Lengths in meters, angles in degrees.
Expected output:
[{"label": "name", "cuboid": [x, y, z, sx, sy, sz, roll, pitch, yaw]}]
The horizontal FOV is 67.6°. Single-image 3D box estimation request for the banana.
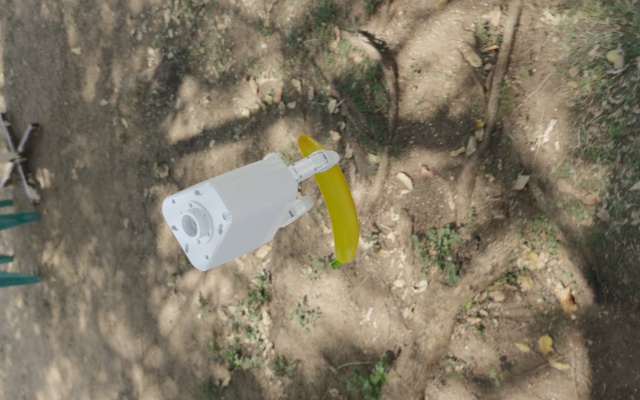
[{"label": "banana", "cuboid": [0.015, 0.004, 0.646, 0.069, 0.198, 0.037, -5, 14, 39]}]
